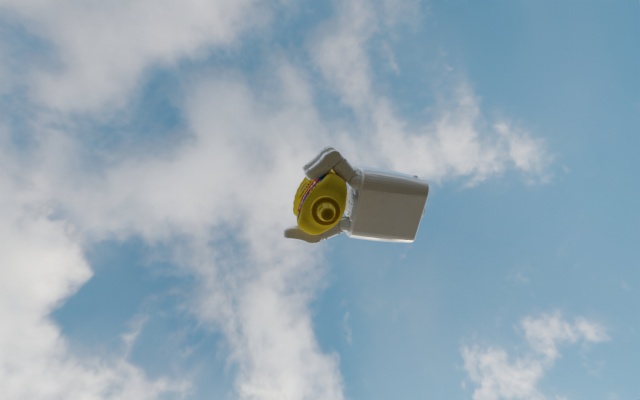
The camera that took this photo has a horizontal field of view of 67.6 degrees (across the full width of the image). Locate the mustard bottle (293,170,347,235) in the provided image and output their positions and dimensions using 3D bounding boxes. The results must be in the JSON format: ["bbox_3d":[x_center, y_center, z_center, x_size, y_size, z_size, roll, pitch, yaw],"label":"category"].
[{"bbox_3d":[0.000,0.002,0.718,0.058,0.096,0.191,34,5,-11],"label":"mustard bottle"}]
